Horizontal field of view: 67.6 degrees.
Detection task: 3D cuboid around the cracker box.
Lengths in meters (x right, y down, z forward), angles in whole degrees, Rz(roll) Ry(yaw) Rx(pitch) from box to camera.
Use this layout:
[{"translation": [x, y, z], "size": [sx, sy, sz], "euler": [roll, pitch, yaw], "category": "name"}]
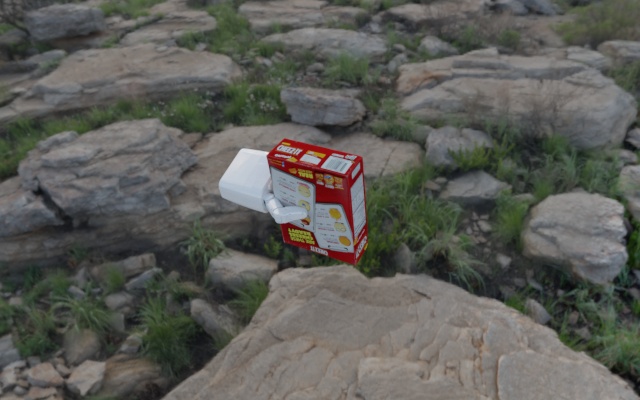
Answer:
[{"translation": [0.000, 0.003, 0.882], "size": [0.164, 0.214, 0.072], "euler": [16, 45, 26], "category": "cracker box"}]
